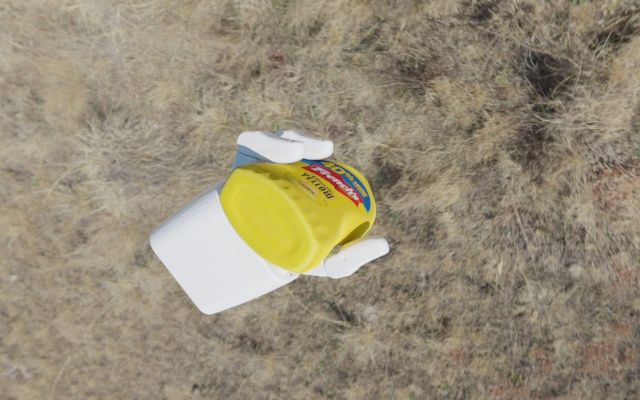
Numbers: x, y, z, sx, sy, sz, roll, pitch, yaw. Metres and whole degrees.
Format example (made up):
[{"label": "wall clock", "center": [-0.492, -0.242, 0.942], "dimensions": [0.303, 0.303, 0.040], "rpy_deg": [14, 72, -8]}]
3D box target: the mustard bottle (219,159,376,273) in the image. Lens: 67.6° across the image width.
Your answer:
[{"label": "mustard bottle", "center": [0.000, 0.001, 0.439], "dimensions": [0.096, 0.058, 0.191], "rpy_deg": [40, 23, 16]}]
